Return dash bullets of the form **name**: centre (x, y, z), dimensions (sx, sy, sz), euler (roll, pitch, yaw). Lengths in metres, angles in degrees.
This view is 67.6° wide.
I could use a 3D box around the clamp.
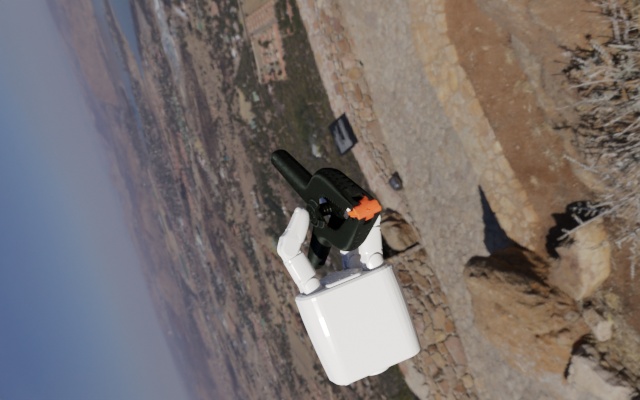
- **clamp**: centre (0.000, 0.002, 0.547), dimensions (0.036, 0.164, 0.210), euler (-23, 1, -22)
